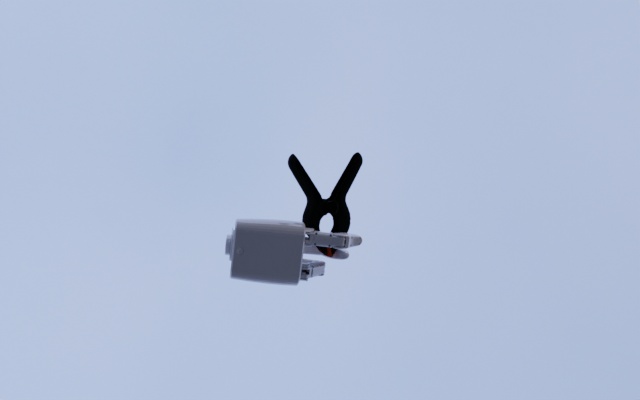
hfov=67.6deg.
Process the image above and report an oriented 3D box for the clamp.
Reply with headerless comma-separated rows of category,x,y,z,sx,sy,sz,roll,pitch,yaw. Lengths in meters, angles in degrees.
clamp,0.000,0.003,0.753,0.120,0.171,0.039,6,3,-12
